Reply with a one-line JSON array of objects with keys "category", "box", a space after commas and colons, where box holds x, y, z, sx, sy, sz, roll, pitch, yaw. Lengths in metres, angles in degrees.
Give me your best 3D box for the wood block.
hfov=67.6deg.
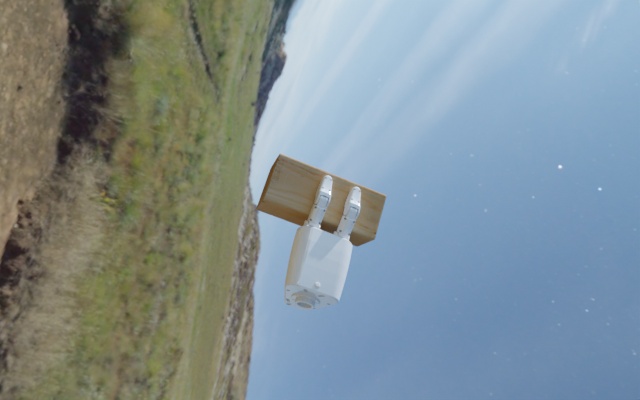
[{"category": "wood block", "box": [0.000, 0.003, 0.866, 0.206, 0.090, 0.091, 21, -19, -11]}]
